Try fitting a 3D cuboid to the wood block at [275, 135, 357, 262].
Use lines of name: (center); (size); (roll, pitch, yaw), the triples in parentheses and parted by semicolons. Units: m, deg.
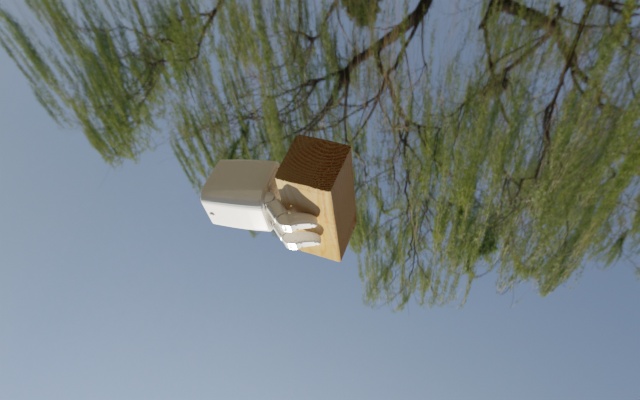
wood block: (0.000, 0.002, 0.772); (0.090, 0.090, 0.206); (14, -32, 16)
